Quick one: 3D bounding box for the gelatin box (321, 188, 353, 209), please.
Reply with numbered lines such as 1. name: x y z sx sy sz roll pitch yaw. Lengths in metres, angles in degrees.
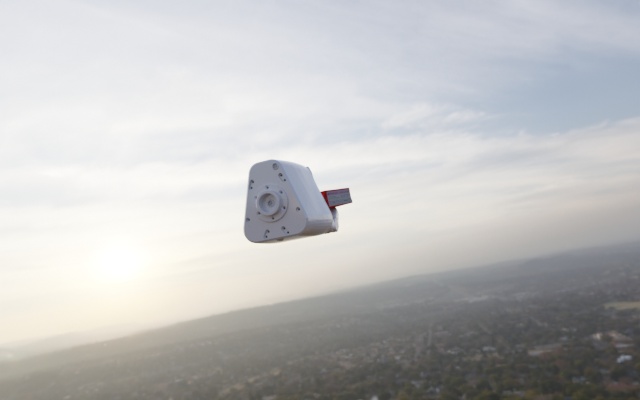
1. gelatin box: 0.000 0.002 0.780 0.073 0.030 0.089 -14 -1 29
